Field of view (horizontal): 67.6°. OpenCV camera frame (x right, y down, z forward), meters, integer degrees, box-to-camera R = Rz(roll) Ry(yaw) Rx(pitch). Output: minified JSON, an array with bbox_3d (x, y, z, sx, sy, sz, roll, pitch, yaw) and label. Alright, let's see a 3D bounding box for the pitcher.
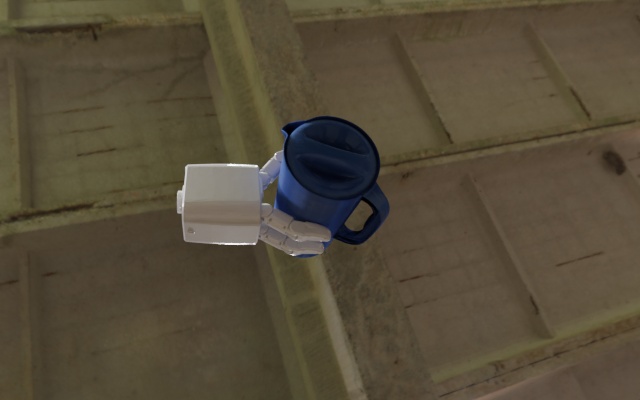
[{"bbox_3d":[0.000,0.002,0.727,0.145,0.149,0.243,0,-29,-14],"label":"pitcher"}]
